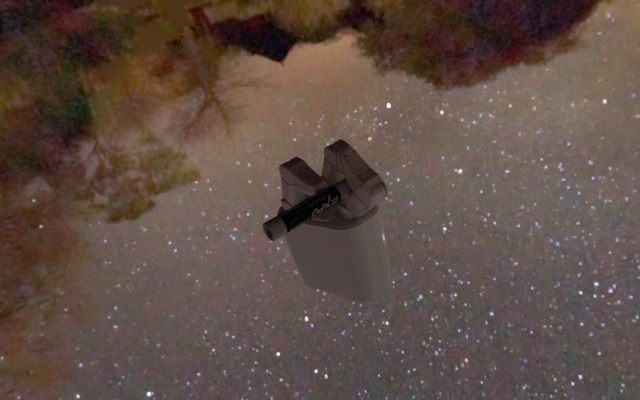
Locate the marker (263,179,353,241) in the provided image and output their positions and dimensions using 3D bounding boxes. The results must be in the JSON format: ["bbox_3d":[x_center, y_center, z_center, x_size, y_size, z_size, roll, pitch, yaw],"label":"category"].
[{"bbox_3d":[0.000,0.001,0.454,0.121,0.020,0.020,-30,14,-25],"label":"marker"}]
